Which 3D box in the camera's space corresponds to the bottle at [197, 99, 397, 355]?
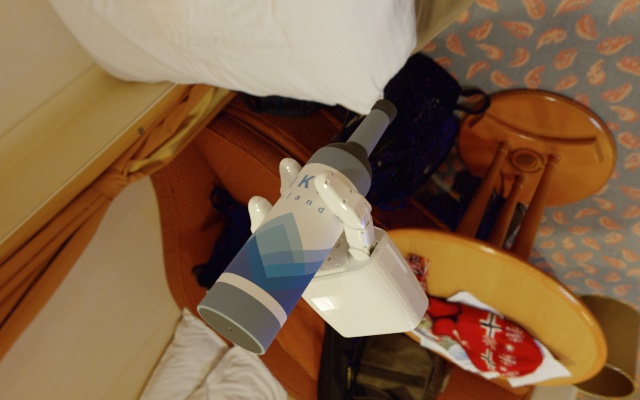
[{"bbox_3d":[0.000,0.002,0.459,0.069,0.295,0.069,25,-32,17],"label":"bottle"}]
